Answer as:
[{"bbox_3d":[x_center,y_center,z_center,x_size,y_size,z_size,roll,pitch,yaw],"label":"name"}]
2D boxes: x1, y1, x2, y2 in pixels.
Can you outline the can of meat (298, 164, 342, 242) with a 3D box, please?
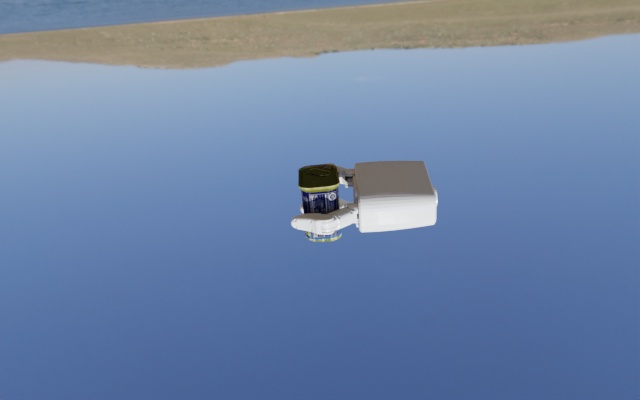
[{"bbox_3d":[0.000,0.003,0.695,0.057,0.084,0.102,-5,22,-1],"label":"can of meat"}]
